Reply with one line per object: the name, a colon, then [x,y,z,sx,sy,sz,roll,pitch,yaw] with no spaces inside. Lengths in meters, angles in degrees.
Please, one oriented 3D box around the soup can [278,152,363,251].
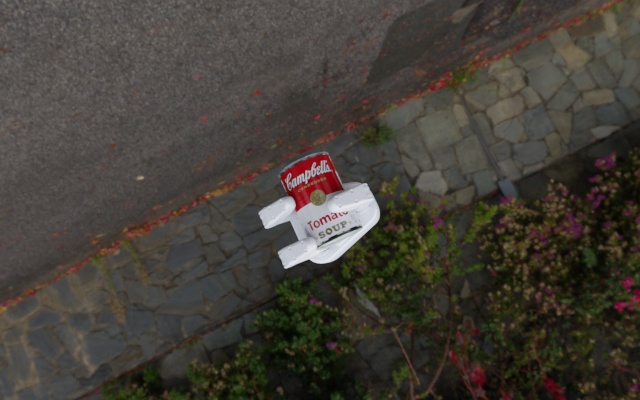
soup can: [0.000,0.002,0.576,0.068,0.102,0.068,-24,-10,-4]
